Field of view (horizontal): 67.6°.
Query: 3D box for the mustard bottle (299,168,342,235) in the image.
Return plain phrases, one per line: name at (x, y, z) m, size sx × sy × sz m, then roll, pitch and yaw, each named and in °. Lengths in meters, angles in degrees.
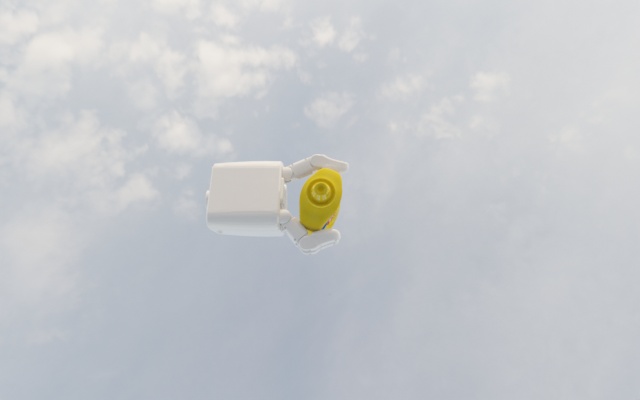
mustard bottle at (0.000, 0.002, 0.719) m, size 0.058 × 0.096 × 0.192 m, roll 24°, pitch -10°, yaw 5°
